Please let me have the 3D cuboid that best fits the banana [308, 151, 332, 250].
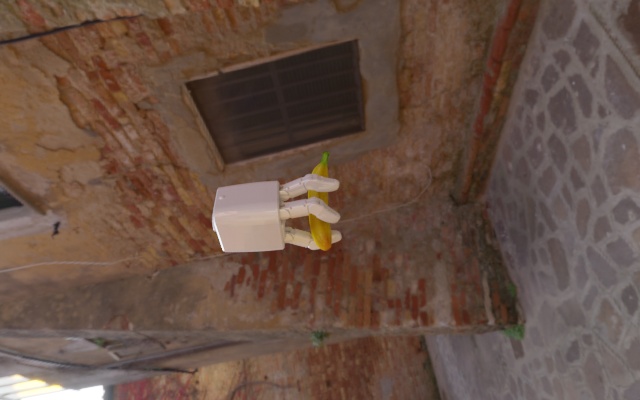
[{"bbox_3d":[-0.002,0.010,0.840,0.037,0.197,0.070,2,-32,-6],"label":"banana"}]
